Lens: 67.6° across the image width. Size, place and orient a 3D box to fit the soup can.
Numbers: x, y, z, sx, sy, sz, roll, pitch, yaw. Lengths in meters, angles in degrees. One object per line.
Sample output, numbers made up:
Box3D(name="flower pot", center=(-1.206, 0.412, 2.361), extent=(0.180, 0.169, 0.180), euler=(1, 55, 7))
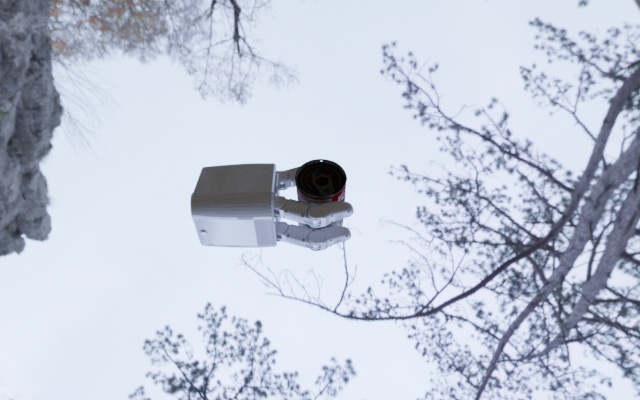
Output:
Box3D(name="soup can", center=(0.001, 0.002, 0.662), extent=(0.068, 0.068, 0.102), euler=(0, -40, -1))
